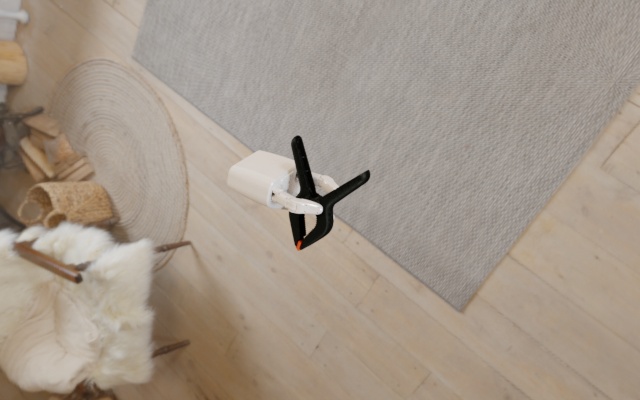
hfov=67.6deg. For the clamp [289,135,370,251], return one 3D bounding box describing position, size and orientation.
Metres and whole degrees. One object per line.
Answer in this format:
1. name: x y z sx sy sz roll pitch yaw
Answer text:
1. clamp: -0.001 0.003 0.871 0.164 0.210 0.036 22 23 27
